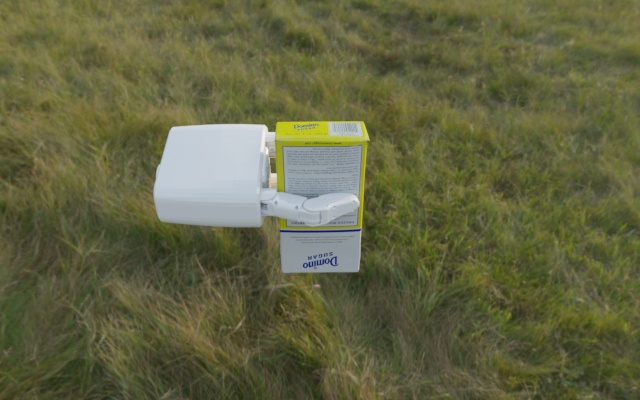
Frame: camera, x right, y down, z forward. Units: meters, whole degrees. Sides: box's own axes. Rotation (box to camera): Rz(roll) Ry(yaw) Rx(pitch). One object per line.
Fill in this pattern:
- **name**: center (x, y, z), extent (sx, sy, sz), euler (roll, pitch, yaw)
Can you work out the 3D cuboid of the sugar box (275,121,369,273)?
- **sugar box**: center (0.000, 0.001, 0.524), extent (0.093, 0.176, 0.048), euler (0, 37, -2)
